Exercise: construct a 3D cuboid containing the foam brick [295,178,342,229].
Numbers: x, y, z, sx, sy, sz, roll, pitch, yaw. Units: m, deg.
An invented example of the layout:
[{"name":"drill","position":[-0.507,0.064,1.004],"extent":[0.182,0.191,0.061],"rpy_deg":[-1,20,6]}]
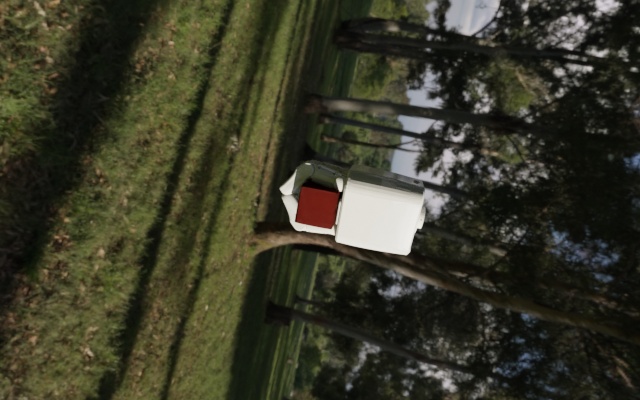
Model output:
[{"name":"foam brick","position":[0.000,0.002,0.666],"extent":[0.051,0.053,0.078],"rpy_deg":[12,14,6]}]
